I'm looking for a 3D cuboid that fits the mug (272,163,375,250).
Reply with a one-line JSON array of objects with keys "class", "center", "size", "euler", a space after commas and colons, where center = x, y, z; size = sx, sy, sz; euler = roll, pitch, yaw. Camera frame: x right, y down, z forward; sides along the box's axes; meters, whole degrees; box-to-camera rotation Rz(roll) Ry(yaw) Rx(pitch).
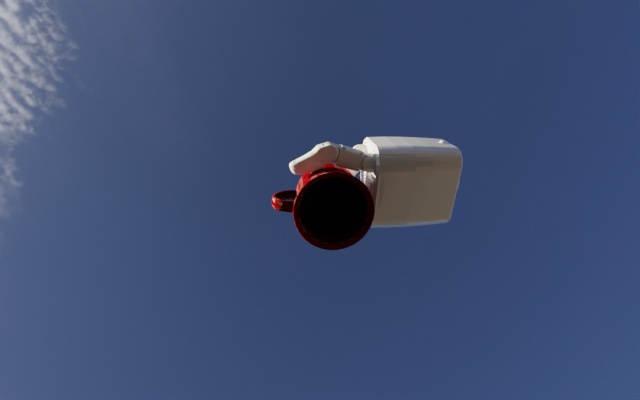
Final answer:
[{"class": "mug", "center": [-0.001, 0.002, 0.575], "size": [0.117, 0.093, 0.081], "euler": [0, 17, -5]}]
